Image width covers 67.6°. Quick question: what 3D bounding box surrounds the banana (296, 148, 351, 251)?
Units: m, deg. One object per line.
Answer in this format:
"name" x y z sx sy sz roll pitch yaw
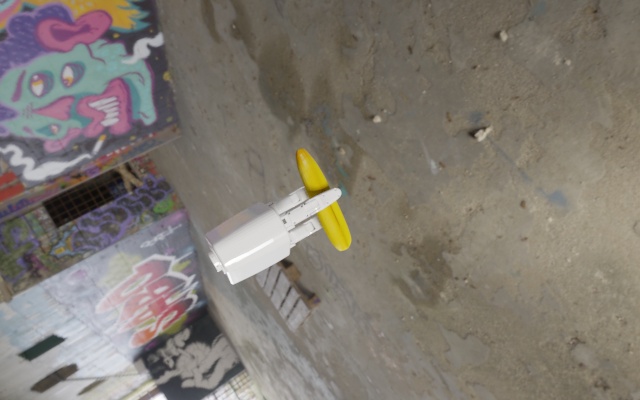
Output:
"banana" 0.007 0.011 0.768 0.037 0.198 0.069 -28 24 -8
